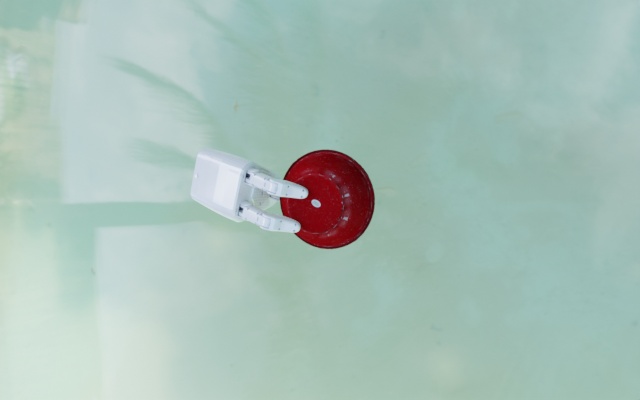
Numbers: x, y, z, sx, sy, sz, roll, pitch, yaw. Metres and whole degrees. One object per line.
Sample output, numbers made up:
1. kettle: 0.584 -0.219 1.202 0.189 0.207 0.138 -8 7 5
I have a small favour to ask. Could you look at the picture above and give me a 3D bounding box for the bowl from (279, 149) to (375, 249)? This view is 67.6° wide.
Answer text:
1. bowl: 0.001 0.003 0.741 0.162 0.162 0.055 0 8 19
